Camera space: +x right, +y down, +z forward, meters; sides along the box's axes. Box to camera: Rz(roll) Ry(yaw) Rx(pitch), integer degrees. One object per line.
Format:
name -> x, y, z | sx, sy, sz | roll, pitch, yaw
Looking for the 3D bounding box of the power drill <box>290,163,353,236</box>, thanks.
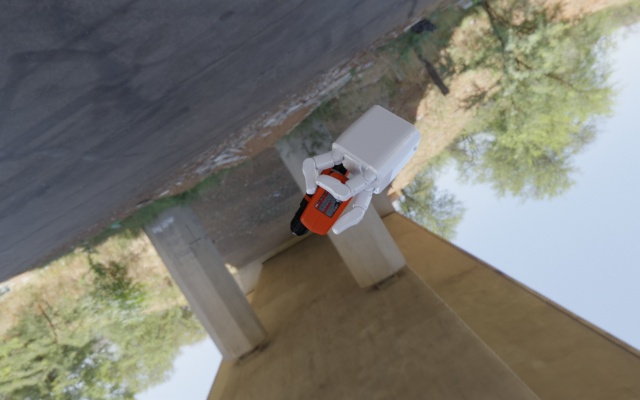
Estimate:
power drill -> 0.000, 0.003, 0.876 | 0.057, 0.184, 0.187 | 31, 8, -8
